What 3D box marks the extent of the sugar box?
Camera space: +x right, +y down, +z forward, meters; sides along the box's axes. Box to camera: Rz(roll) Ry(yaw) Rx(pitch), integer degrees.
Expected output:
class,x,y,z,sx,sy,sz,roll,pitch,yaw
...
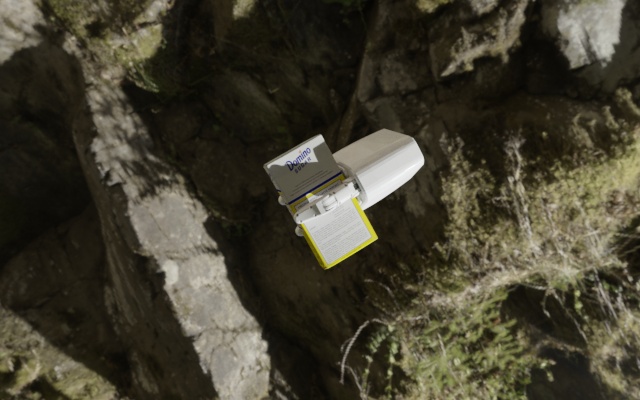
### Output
class,x,y,z,sx,sy,sz,roll,pitch,yaw
sugar box,0.000,0.002,0.699,0.093,0.176,0.048,-30,8,-10
